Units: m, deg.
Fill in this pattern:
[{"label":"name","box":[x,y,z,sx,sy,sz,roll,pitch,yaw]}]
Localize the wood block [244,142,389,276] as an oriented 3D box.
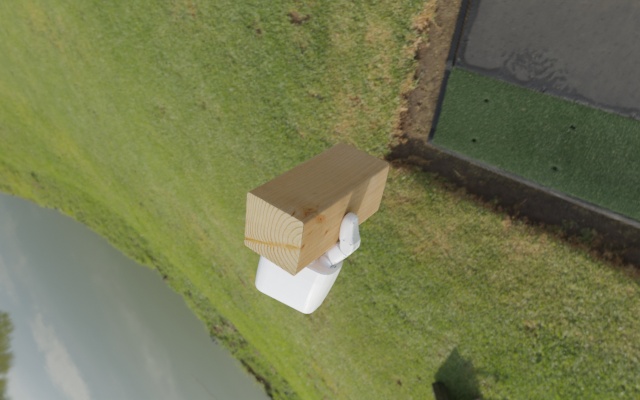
[{"label":"wood block","box":[0.000,0.003,0.665,0.091,0.090,0.206,29,39,25]}]
